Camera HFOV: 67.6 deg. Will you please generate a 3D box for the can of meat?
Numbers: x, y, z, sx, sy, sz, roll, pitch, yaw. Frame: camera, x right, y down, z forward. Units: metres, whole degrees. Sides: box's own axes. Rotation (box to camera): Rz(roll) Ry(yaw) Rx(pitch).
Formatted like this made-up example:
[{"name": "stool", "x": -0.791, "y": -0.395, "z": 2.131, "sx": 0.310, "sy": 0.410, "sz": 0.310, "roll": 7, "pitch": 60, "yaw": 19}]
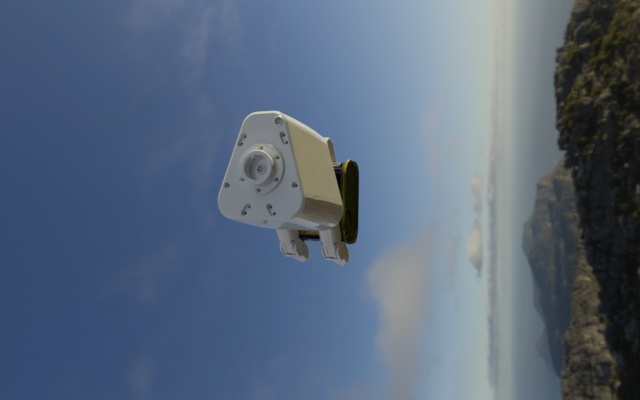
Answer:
[{"name": "can of meat", "x": 0.000, "y": 0.002, "z": 0.594, "sx": 0.084, "sy": 0.102, "sz": 0.057, "roll": 0, "pitch": -1, "yaw": 20}]
